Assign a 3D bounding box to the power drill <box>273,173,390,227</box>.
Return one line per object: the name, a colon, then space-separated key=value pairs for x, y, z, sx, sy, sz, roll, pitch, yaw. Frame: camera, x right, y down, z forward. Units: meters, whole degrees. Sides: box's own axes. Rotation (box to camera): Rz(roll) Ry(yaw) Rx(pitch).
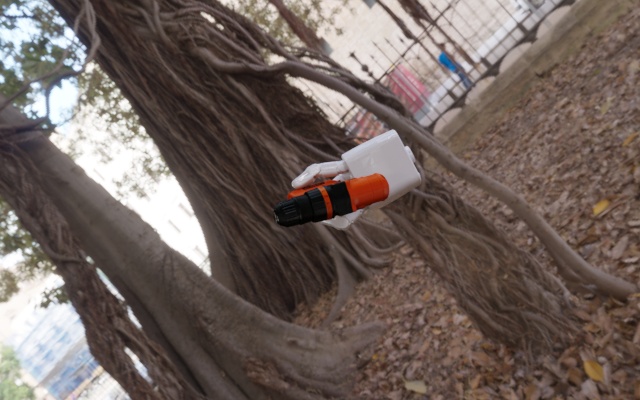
power drill: x=0.000 y=0.002 z=0.786 sx=0.184 sy=0.057 sz=0.187 roll=-14 pitch=4 yaw=-15
